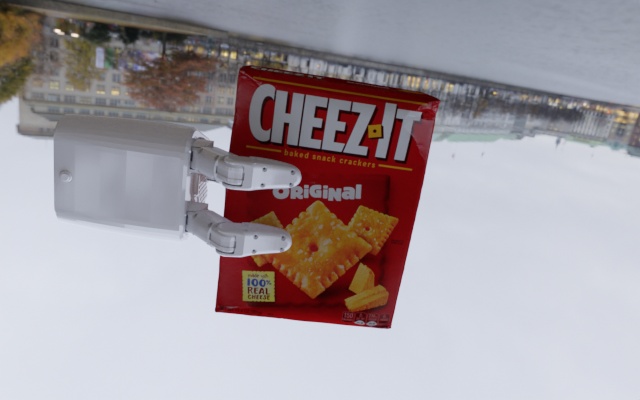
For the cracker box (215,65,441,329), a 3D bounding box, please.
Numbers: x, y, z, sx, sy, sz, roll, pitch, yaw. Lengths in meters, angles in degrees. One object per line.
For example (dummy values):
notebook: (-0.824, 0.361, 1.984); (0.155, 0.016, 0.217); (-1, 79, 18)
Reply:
cracker box: (0.000, 0.002, 0.425); (0.164, 0.214, 0.072); (8, 17, -4)
